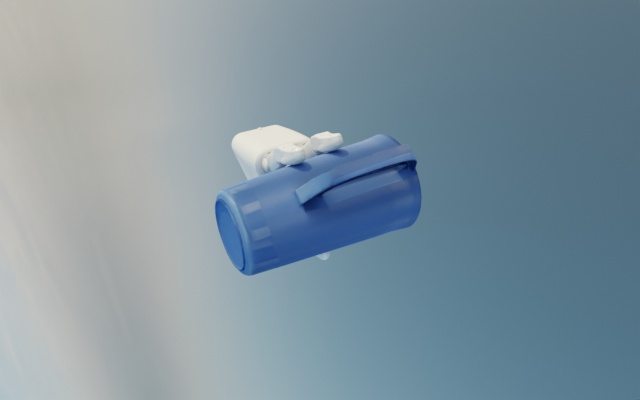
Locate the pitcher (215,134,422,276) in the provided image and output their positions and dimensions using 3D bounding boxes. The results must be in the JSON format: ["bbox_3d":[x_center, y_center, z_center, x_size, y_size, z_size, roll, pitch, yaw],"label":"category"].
[{"bbox_3d":[0.000,0.002,0.600,0.243,0.149,0.145,-18,31,-25],"label":"pitcher"}]
